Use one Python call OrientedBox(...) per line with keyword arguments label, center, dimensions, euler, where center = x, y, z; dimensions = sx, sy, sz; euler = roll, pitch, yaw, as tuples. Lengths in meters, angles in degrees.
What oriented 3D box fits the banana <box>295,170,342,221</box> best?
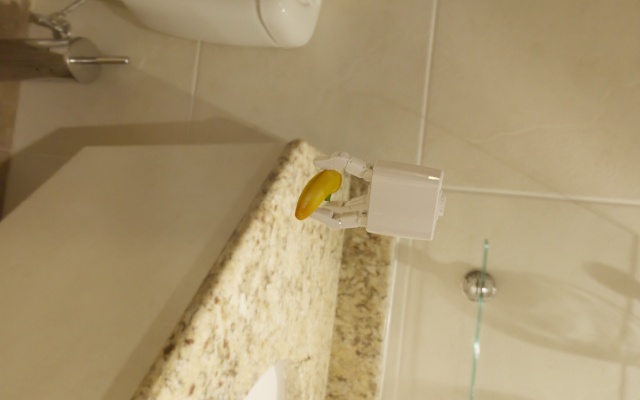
OrientedBox(label="banana", center=(0.004, -0.016, 0.772), dimensions=(0.037, 0.069, 0.198), euler=(13, 11, 13))
